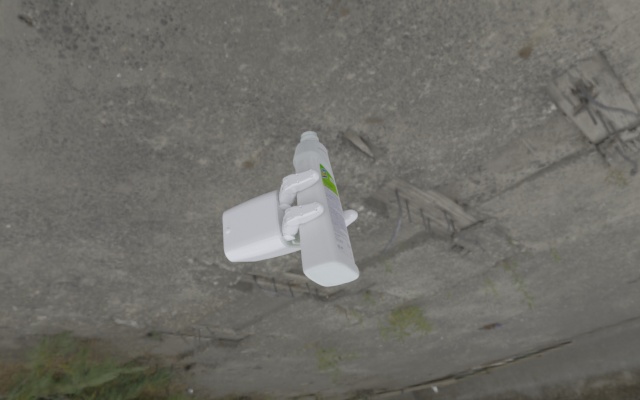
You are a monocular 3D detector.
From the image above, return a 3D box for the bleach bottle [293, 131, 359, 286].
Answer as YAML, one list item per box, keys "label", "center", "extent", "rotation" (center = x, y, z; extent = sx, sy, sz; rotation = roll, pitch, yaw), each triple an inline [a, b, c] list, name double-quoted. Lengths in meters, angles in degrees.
- label: "bleach bottle"
  center: [0.000, 0.002, 0.765]
  extent: [0.068, 0.250, 0.103]
  rotation: [-18, -29, 17]
